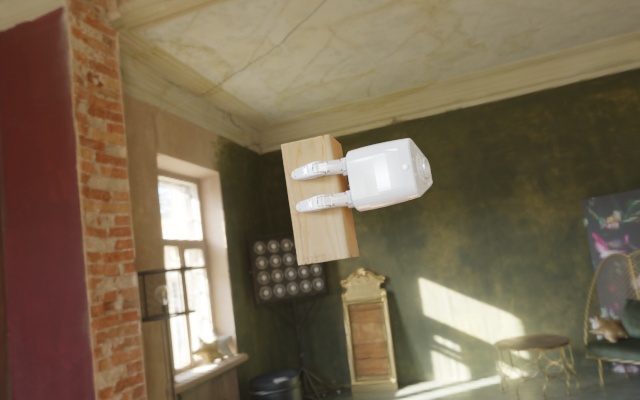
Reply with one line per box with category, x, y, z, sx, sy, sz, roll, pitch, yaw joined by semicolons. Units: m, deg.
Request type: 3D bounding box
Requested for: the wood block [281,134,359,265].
wood block;0.001;0.003;0.828;0.090;0.206;0.091;-10;-8;15
